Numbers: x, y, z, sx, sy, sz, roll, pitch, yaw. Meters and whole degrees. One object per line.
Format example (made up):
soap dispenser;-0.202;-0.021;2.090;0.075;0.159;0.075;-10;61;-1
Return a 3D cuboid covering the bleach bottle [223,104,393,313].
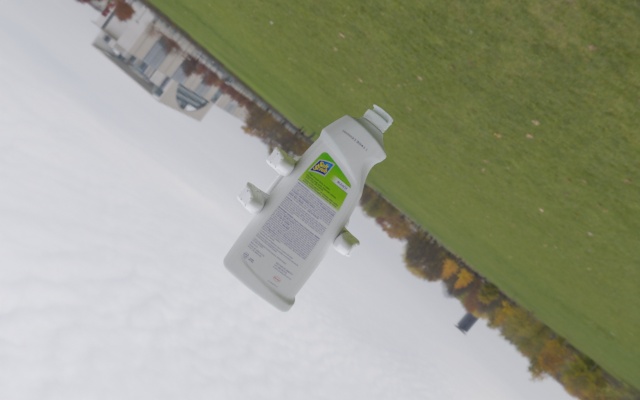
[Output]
bleach bottle;0.000;0.002;0.555;0.102;0.251;0.068;39;4;-6
